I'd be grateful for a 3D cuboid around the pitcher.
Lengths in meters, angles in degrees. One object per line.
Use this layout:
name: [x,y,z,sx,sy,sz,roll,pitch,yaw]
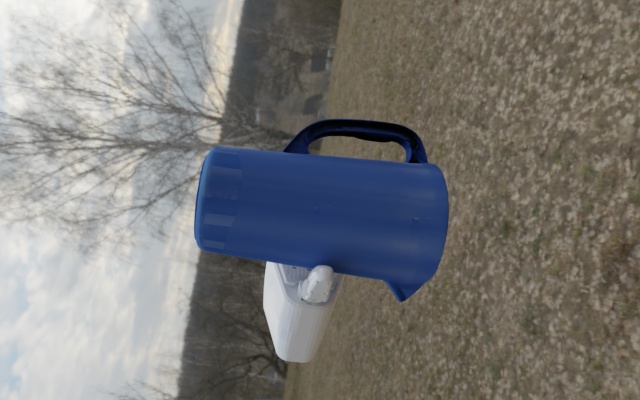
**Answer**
pitcher: [0.000,0.002,0.502,0.243,0.145,0.149,8,37,-7]
